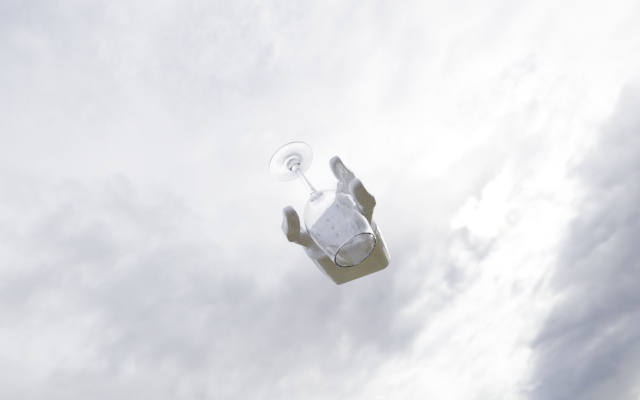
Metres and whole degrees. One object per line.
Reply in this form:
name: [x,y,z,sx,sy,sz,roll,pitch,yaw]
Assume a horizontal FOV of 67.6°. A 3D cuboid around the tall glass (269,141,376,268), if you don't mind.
tall glass: [0.000,0.002,0.671,0.079,0.079,0.201,0,38,-35]
